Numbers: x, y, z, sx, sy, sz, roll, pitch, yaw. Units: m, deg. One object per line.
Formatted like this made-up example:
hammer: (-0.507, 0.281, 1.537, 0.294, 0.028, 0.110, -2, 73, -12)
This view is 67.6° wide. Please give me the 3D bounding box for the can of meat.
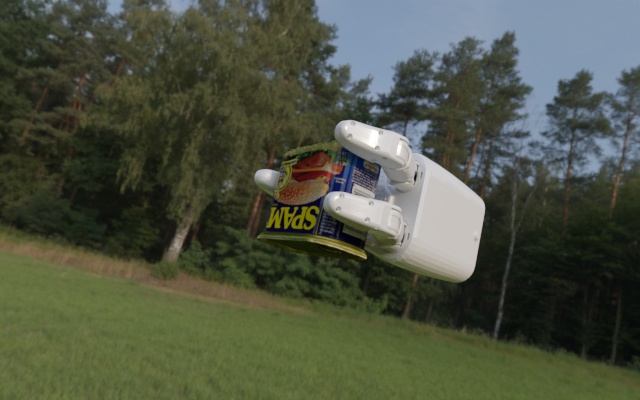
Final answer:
can of meat: (0.000, 0.001, 0.405, 0.057, 0.084, 0.102, 23, -15, -35)
